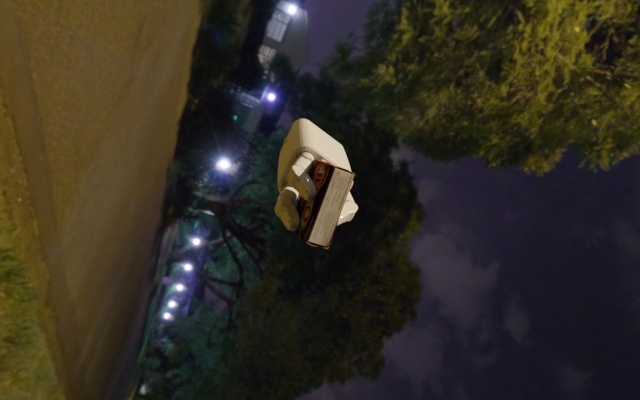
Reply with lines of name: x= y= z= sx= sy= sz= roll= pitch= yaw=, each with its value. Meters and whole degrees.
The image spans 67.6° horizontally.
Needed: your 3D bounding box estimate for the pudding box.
pudding box: x=0.000 y=0.002 z=0.675 sx=0.039 sy=0.113 sz=0.090 roll=16 pitch=5 yaw=-20
